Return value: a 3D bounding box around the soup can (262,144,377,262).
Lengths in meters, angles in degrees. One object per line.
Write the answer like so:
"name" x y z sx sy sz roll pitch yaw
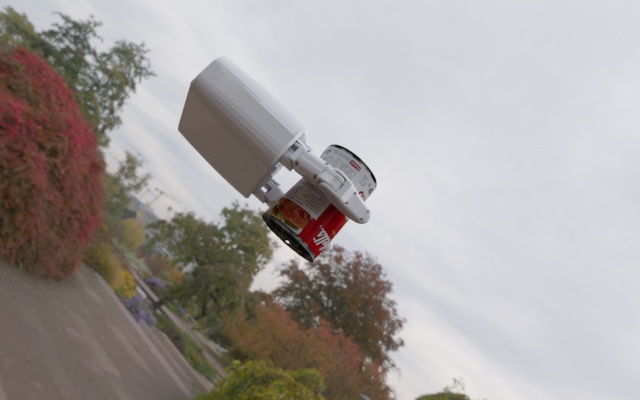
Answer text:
"soup can" 0.001 0.002 0.479 0.068 0.102 0.068 38 -16 13
